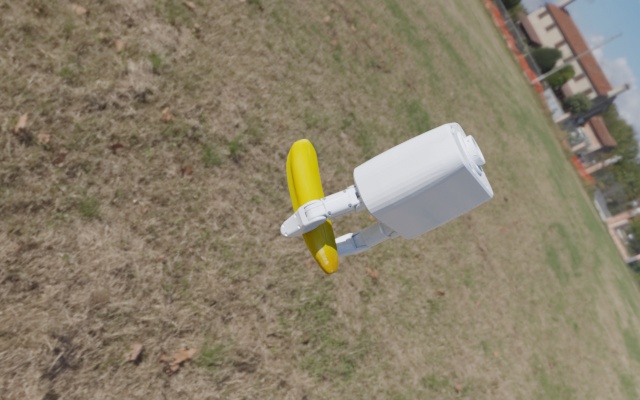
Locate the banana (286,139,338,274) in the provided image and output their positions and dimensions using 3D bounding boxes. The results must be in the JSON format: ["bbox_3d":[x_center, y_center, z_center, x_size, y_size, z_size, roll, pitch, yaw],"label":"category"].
[{"bbox_3d":[-0.011,-0.010,0.563,0.037,0.197,0.070,-27,-43,21],"label":"banana"}]
